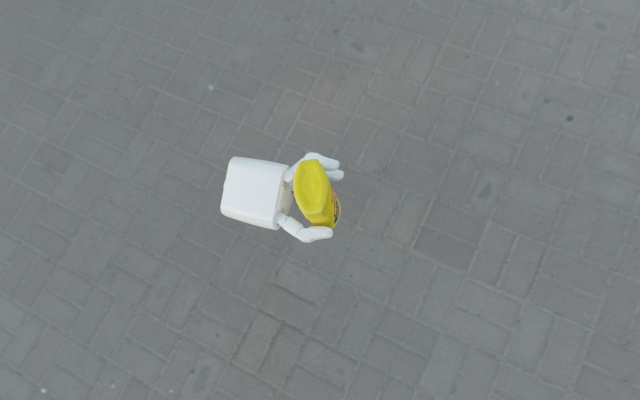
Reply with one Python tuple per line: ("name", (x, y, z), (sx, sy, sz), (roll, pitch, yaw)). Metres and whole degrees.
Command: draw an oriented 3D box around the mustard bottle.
("mustard bottle", (0.000, 0.003, 0.851), (0.058, 0.096, 0.192), (-10, -18, 7))
